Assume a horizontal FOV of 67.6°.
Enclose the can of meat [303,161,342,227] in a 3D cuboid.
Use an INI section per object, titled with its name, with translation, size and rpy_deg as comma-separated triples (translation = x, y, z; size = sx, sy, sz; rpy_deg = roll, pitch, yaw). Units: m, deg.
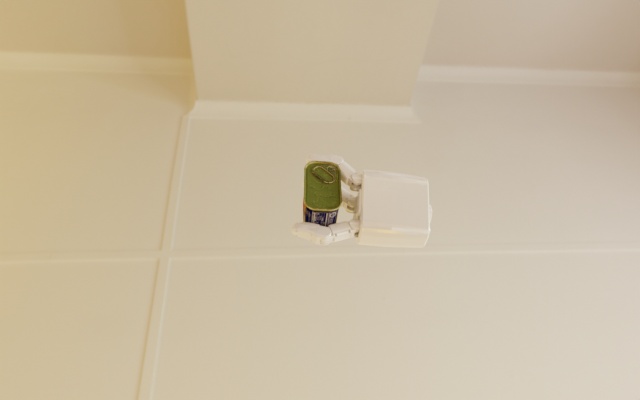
[can of meat]
translation = 0.000, 0.003, 0.755
size = 0.057, 0.102, 0.084
rpy_deg = 3, -41, -4
